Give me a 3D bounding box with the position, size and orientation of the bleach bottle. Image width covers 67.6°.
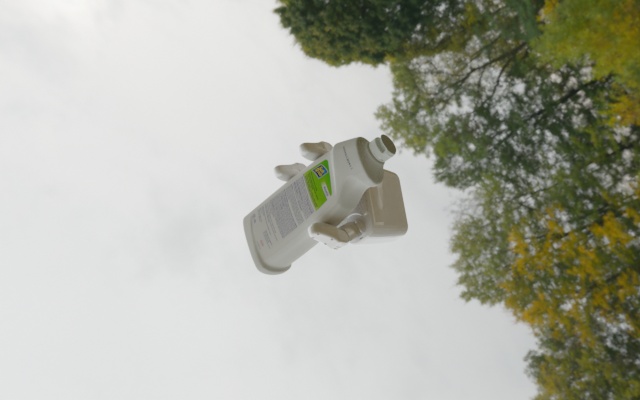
[{"bbox_3d":[0.000,0.002,0.639,0.251,0.102,0.068,-36,-26,32],"label":"bleach bottle"}]
